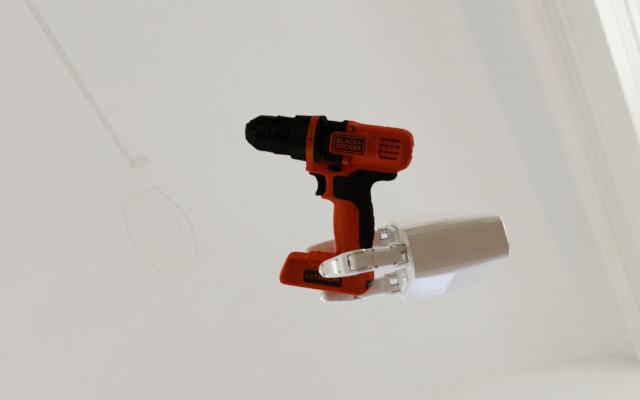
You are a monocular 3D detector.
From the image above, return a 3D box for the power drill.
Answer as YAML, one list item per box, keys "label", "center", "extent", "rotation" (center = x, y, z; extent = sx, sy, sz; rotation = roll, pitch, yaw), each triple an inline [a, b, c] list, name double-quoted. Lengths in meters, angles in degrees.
- label: "power drill"
  center: [0.000, 0.002, 0.525]
  extent: [0.184, 0.188, 0.057]
  rotation: [8, 10, 10]
